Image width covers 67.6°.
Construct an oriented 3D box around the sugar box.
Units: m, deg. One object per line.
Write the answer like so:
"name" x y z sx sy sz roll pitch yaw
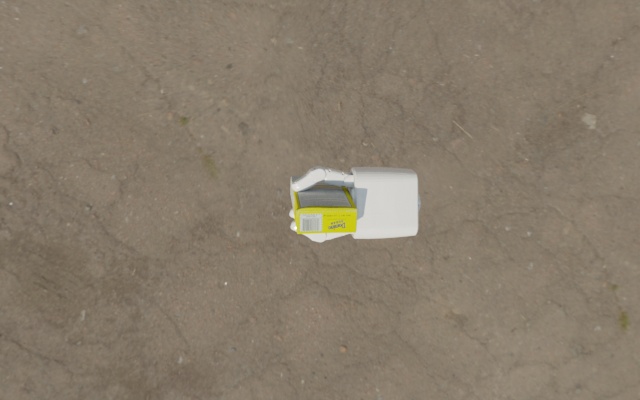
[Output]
"sugar box" 0.000 0.003 0.790 0.093 0.048 0.176 0 17 -6
